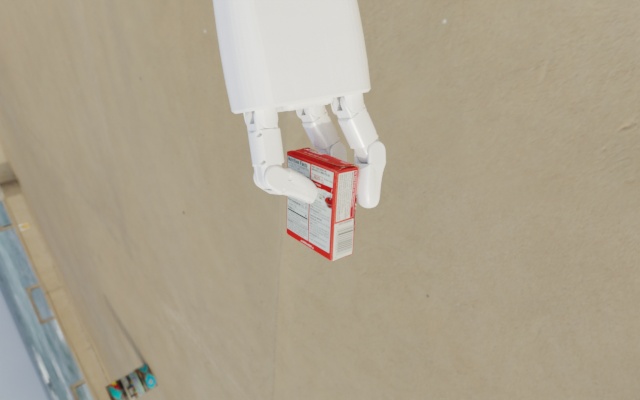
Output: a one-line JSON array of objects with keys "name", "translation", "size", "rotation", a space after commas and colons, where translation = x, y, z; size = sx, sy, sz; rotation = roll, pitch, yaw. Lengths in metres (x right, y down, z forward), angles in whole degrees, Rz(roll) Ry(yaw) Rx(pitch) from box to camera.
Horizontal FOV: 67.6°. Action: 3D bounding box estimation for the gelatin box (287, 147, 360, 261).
[{"name": "gelatin box", "translation": [0.000, 0.002, 0.447], "size": [0.030, 0.089, 0.073], "rotation": [-13, 25, -37]}]
